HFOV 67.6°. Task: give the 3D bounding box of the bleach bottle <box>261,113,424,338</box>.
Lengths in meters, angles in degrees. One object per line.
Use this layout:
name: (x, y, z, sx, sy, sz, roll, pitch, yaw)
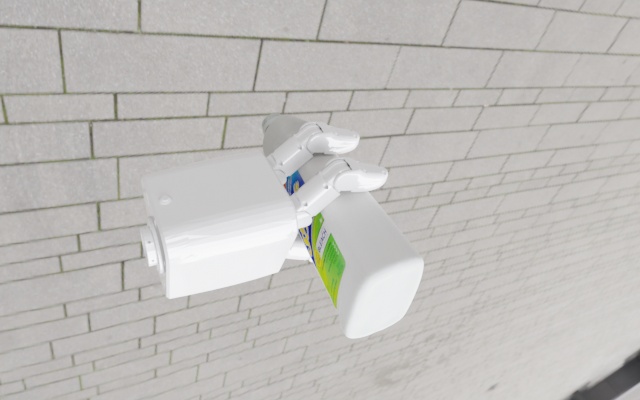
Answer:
bleach bottle: (0.000, 0.001, 0.470, 0.068, 0.103, 0.250, -14, 48, -23)
